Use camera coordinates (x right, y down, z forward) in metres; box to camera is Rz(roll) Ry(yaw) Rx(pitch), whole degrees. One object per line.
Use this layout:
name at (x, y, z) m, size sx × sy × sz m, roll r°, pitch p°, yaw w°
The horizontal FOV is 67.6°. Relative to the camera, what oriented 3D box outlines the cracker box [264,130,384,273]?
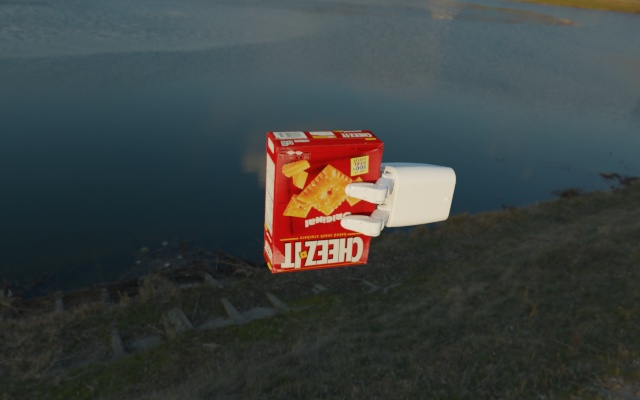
cracker box at (0.000, 0.002, 0.741) m, size 0.164 × 0.214 × 0.072 m, roll -3°, pitch 27°, yaw -16°
